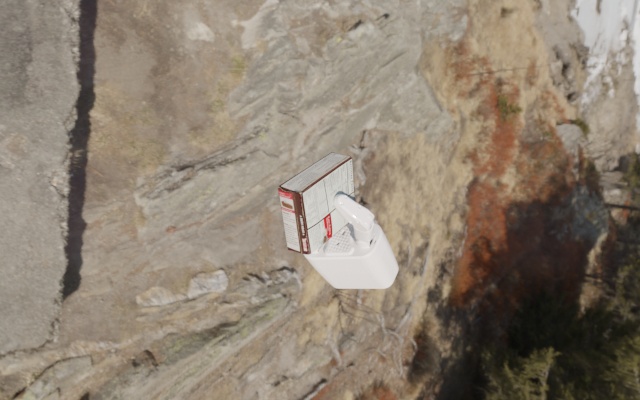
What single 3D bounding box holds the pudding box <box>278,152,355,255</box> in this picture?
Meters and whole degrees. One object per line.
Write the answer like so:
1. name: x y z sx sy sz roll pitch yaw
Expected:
1. pudding box: 0.000 0.002 0.597 0.039 0.090 0.113 12 33 33
